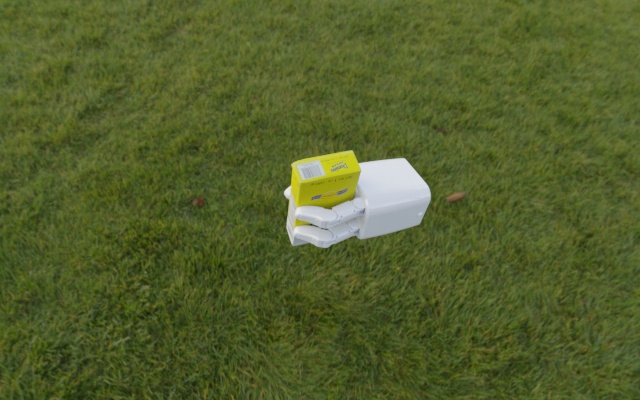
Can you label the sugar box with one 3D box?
[{"bbox_3d":[0.000,0.003,0.731,0.093,0.048,0.176,-12,-35,-14],"label":"sugar box"}]
